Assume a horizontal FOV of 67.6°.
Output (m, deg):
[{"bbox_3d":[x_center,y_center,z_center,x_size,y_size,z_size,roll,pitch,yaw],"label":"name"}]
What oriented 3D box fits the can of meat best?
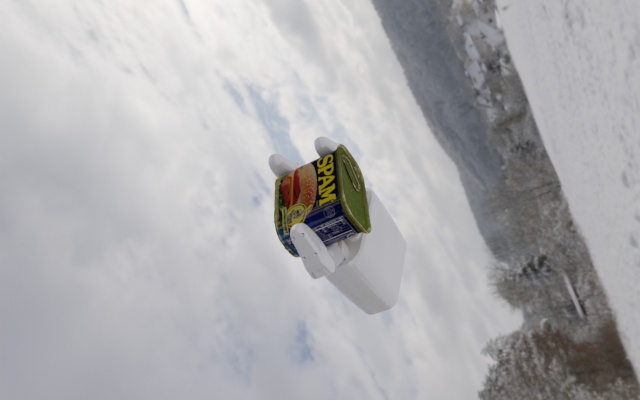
[{"bbox_3d":[0.000,0.002,0.500,0.084,0.102,0.057,-24,-48,20],"label":"can of meat"}]
